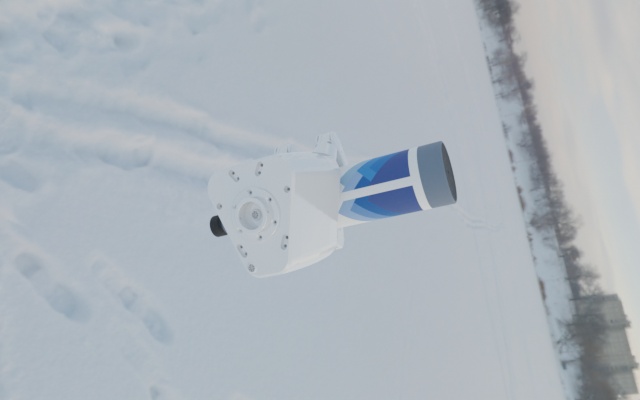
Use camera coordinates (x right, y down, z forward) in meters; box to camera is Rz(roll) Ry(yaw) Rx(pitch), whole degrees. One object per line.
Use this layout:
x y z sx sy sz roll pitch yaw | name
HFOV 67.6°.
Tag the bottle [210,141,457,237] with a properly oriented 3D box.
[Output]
0.000 0.002 0.547 0.296 0.069 0.069 -13 -5 23 | bottle
